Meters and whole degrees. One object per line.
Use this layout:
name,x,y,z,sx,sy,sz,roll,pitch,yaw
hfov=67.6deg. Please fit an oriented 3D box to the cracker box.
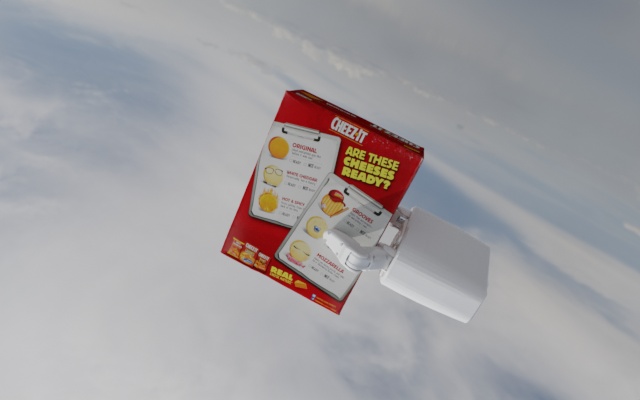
cracker box,0.000,0.002,0.560,0.164,0.214,0.072,27,20,5
